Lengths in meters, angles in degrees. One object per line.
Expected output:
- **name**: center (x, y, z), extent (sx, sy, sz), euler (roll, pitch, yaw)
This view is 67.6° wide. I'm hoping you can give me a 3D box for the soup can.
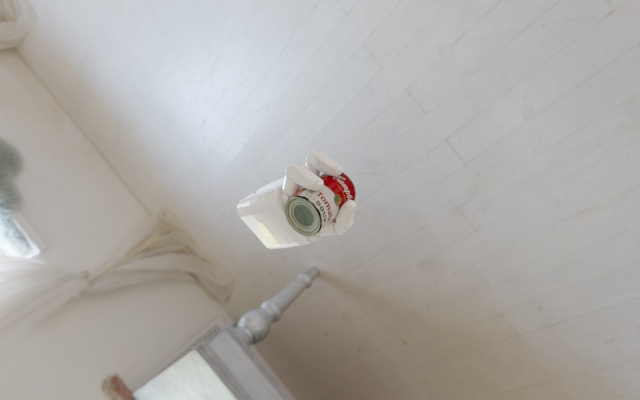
- **soup can**: center (0.000, 0.003, 0.733), extent (0.068, 0.068, 0.102), euler (0, 25, 37)
